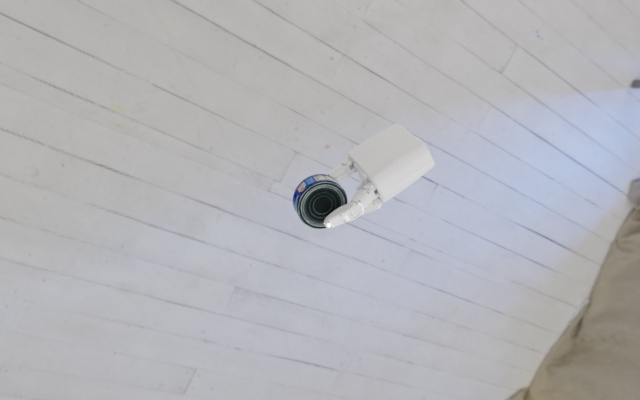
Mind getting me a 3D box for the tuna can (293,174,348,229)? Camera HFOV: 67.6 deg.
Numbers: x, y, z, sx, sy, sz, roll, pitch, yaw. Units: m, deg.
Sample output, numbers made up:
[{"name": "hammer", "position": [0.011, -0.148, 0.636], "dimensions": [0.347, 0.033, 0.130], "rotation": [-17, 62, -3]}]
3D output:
[{"name": "tuna can", "position": [0.000, 0.003, 0.773], "dimensions": [0.086, 0.086, 0.033], "rotation": [0, 23, -17]}]
